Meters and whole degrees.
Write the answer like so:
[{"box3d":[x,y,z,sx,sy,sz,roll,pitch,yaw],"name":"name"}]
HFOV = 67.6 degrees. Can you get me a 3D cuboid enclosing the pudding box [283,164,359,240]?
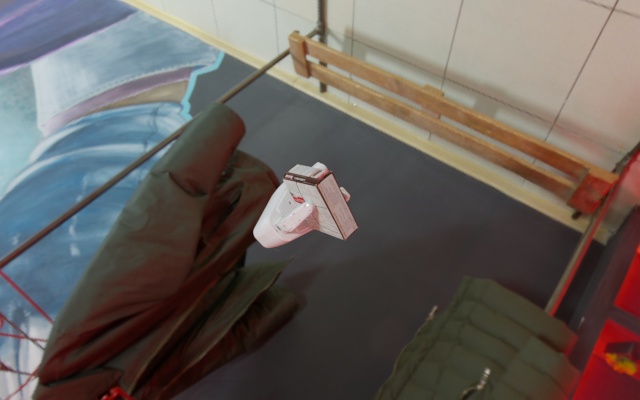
[{"box3d":[0.000,0.003,0.737,0.039,0.113,0.090,-45,34,-24],"name":"pudding box"}]
